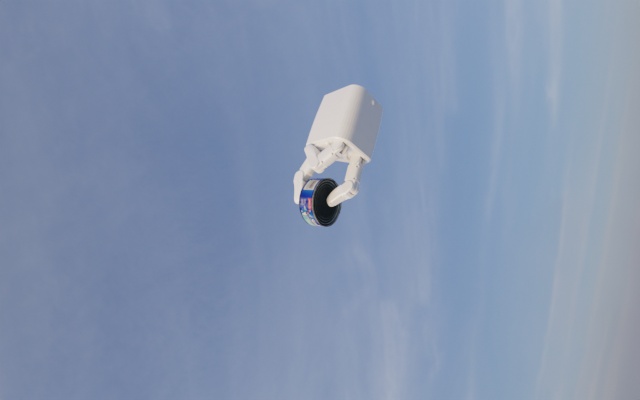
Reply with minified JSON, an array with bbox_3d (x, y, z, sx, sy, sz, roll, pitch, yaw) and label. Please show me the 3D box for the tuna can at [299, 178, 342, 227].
[{"bbox_3d":[0.000,0.003,0.842,0.034,0.086,0.086,3,2,37],"label":"tuna can"}]
